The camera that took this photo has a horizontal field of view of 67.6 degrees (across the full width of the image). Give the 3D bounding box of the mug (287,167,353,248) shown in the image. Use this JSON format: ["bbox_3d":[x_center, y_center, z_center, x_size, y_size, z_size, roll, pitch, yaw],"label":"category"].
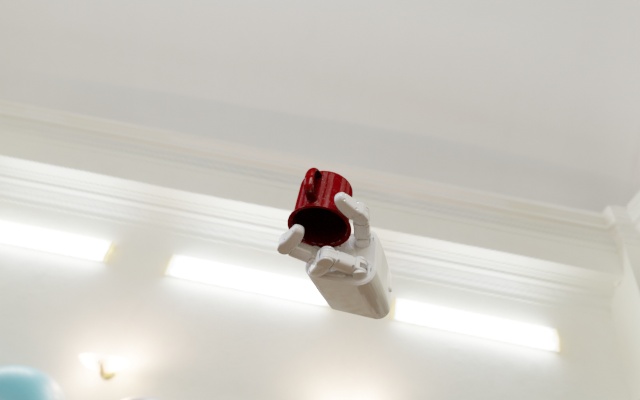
[{"bbox_3d":[0.000,0.001,0.698,0.093,0.081,0.117,-7,-46,20],"label":"mug"}]
